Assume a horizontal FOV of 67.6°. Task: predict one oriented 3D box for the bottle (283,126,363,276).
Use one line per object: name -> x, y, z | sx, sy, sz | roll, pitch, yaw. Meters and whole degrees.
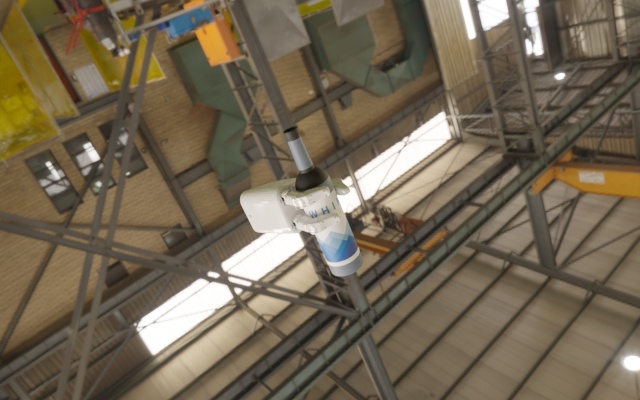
bottle -> 0.000, 0.003, 0.879 | 0.069, 0.296, 0.069 | -19, 23, 8
